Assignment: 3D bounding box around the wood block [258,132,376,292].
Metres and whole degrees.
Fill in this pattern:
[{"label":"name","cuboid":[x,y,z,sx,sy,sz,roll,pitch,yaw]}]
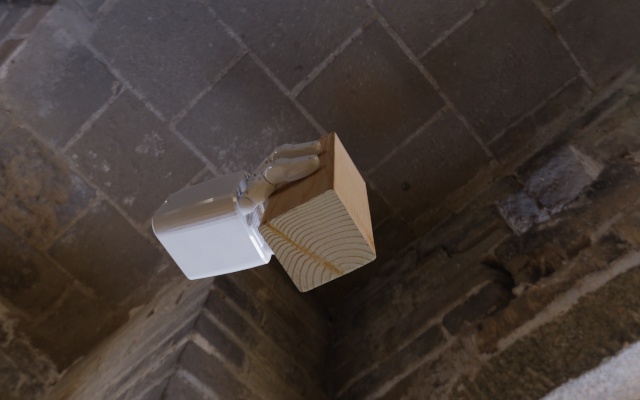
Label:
[{"label":"wood block","cuboid":[0.000,0.002,0.566,0.090,0.091,0.206,-27,20,13]}]
